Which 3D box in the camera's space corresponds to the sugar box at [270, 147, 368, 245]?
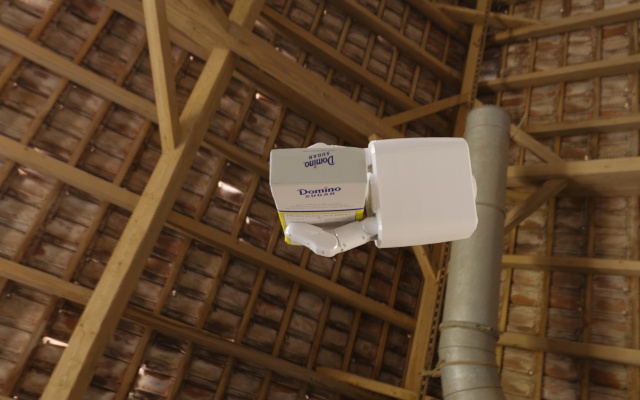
[{"bbox_3d":[0.000,0.001,0.524,0.093,0.048,0.176,-1,-26,0],"label":"sugar box"}]
